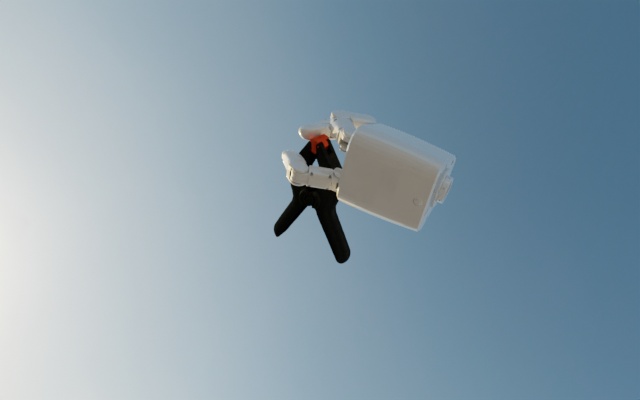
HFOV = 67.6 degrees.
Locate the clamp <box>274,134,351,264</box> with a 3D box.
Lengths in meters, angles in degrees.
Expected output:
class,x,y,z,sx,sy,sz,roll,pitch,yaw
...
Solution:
class,x,y,z,sx,sy,sz,roll,pitch,yaw
clamp,0.000,0.002,0.626,0.120,0.172,0.039,24,35,16
